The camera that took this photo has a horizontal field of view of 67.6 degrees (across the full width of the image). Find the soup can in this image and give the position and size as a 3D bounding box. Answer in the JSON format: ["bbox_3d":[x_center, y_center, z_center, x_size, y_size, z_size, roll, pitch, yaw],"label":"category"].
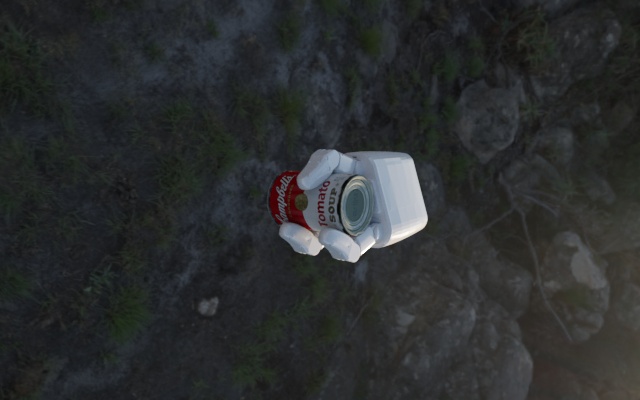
[{"bbox_3d":[0.000,0.002,0.535,0.102,0.068,0.068,6,3,38],"label":"soup can"}]
